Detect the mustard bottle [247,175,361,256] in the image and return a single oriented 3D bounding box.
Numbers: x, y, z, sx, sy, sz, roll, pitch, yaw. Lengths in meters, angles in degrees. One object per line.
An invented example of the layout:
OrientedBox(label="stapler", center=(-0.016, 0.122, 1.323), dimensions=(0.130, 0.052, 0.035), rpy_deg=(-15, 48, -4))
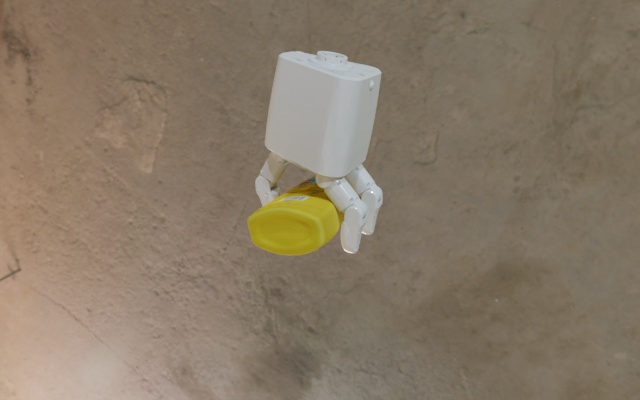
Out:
OrientedBox(label="mustard bottle", center=(0.000, 0.002, 0.585), dimensions=(0.096, 0.058, 0.191), rpy_deg=(-4, 18, 28))
